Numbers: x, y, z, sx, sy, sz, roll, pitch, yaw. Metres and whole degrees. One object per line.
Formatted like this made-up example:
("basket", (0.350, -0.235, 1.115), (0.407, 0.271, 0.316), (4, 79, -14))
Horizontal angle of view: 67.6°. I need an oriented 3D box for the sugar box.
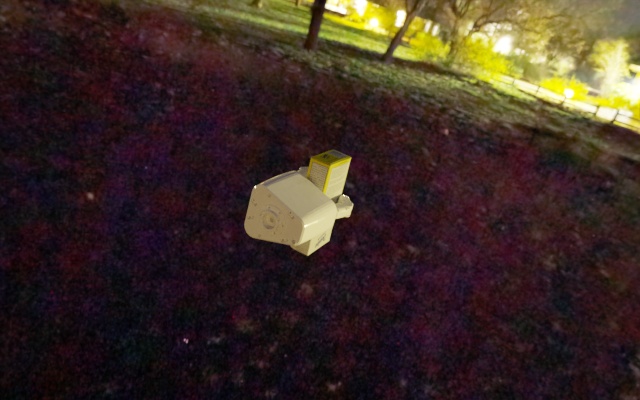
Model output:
("sugar box", (0.000, 0.003, 0.858), (0.048, 0.176, 0.093), (25, 24, 20))
